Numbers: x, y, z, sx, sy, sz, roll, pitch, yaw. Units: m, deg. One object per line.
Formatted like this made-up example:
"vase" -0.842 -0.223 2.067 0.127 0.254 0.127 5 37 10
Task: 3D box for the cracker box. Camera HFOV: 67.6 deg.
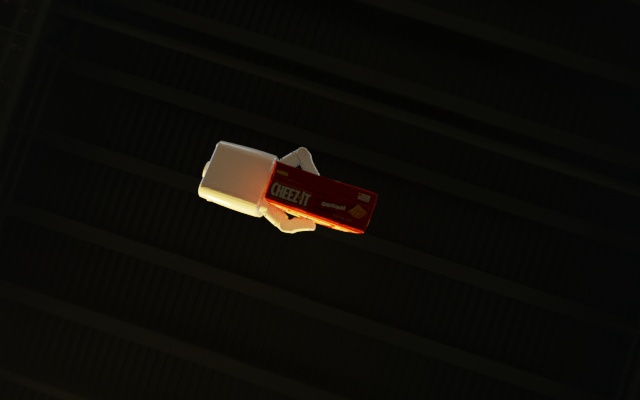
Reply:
"cracker box" 0.000 0.003 0.816 0.164 0.072 0.214 18 -3 2
